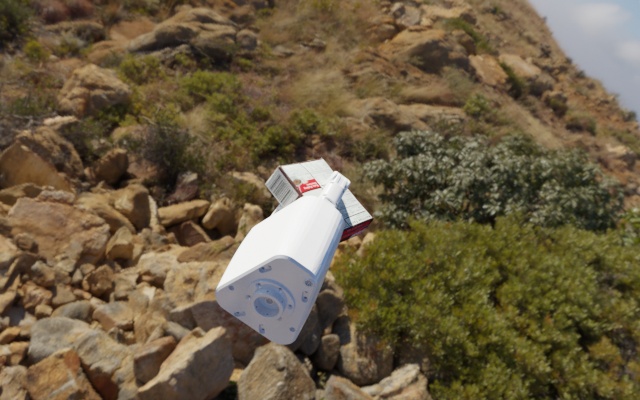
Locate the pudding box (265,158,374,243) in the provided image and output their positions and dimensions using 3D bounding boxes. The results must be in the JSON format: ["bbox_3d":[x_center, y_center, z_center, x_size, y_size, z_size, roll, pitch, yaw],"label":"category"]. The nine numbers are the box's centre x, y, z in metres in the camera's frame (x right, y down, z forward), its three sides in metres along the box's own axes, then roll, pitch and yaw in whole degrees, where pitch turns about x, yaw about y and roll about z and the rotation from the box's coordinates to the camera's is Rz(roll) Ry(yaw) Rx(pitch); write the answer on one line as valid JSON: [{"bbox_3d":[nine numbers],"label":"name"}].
[{"bbox_3d":[0.000,0.002,0.593,0.090,0.113,0.039,-16,-28,-51],"label":"pudding box"}]
